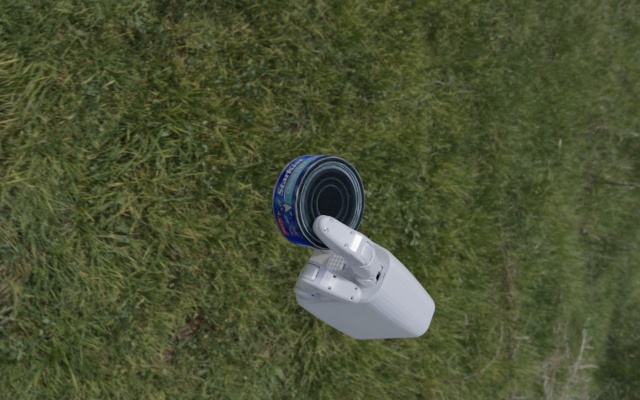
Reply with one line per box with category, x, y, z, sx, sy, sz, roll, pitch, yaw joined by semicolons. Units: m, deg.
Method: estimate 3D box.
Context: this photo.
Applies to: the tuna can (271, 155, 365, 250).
tuna can;0.000;0.001;0.431;0.086;0.086;0.034;0;4;-41
